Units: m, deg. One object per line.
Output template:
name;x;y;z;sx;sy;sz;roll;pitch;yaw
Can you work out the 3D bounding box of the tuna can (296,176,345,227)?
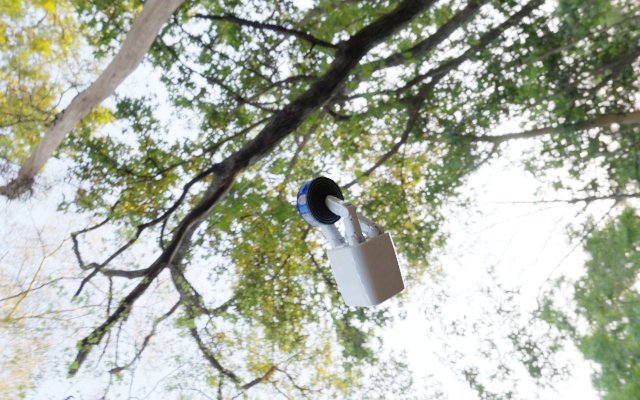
tuna can;0.000;0.003;0.834;0.086;0.086;0.034;0;-10;-41
